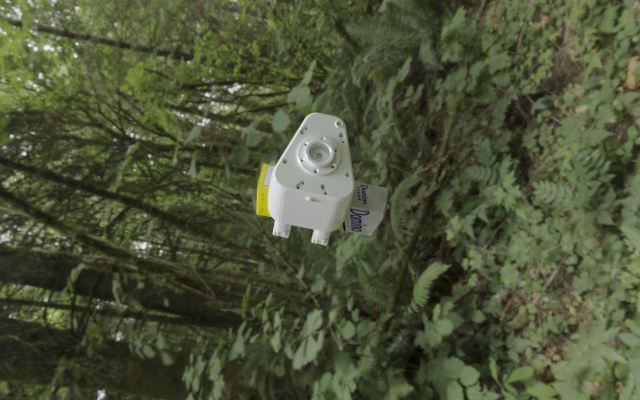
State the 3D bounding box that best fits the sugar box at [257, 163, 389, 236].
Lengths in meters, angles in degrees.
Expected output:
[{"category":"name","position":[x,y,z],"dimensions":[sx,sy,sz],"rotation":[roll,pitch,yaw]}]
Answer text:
[{"category":"sugar box","position":[0.000,0.003,0.678],"dimensions":[0.176,0.048,0.093],"rotation":[13,-25,-2]}]
